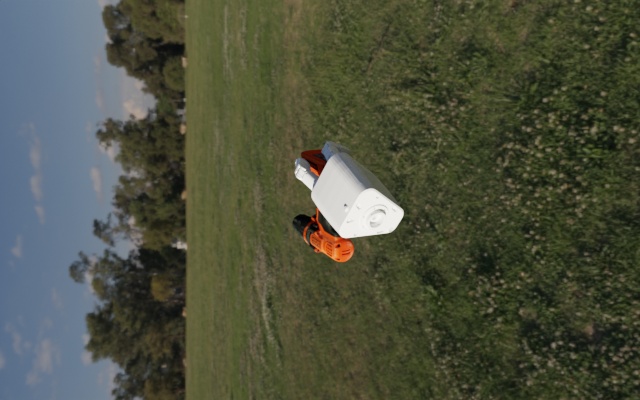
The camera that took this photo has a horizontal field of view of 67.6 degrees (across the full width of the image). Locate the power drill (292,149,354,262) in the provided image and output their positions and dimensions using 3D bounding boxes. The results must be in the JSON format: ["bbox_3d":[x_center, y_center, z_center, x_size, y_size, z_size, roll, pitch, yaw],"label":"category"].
[{"bbox_3d":[0.000,0.003,0.895,0.057,0.188,0.184,-13,23,-30],"label":"power drill"}]
